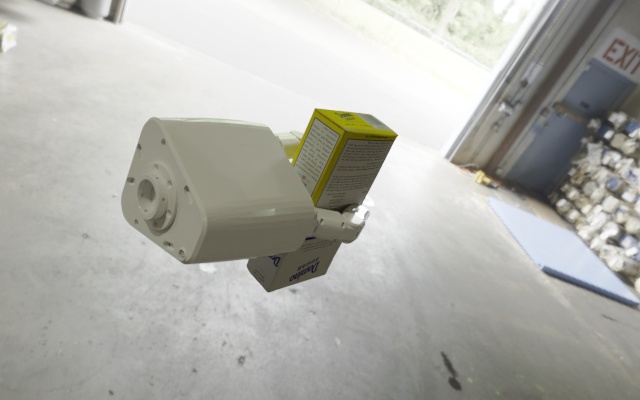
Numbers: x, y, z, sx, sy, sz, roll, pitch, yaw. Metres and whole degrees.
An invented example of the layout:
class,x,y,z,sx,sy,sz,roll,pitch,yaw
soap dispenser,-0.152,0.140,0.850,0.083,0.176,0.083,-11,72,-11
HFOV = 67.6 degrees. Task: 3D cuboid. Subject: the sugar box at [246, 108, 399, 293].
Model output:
class,x,y,z,sx,sy,sz,roll,pitch,yaw
sugar box,0.000,0.001,0.458,0.048,0.176,0.093,42,28,28
